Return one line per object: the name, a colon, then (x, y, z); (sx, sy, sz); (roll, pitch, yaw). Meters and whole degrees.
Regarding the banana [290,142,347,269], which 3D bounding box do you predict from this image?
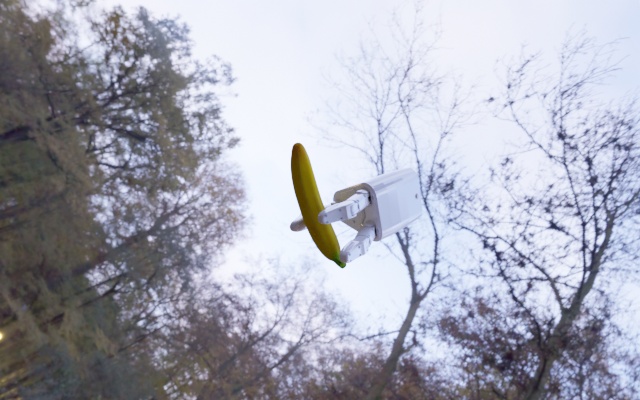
banana: (-0.007, 0.010, 0.729); (0.037, 0.198, 0.070); (-21, -3, -29)
